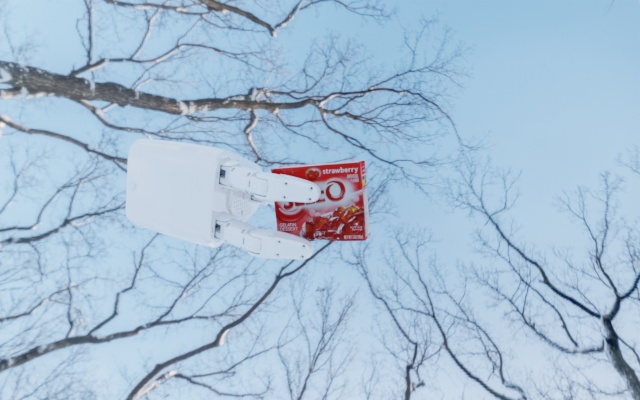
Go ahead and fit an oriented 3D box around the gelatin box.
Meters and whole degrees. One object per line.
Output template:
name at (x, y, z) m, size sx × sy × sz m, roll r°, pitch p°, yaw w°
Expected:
gelatin box at (0.001, 0.001, 0.455) m, size 0.089 × 0.073 × 0.030 m, roll -2°, pitch 8°, yaw 16°
